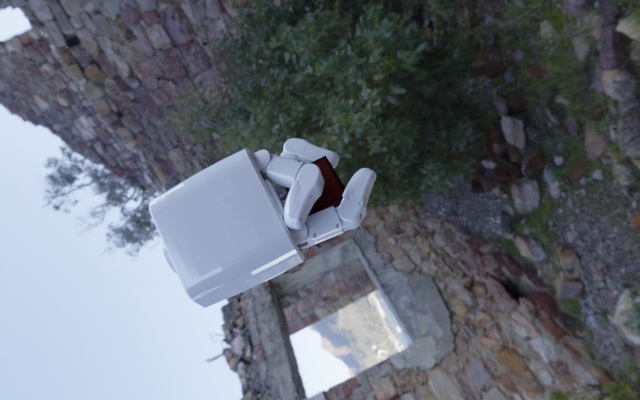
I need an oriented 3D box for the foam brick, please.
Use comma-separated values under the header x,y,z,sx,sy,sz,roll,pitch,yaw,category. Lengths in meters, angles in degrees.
x,y,z,sx,sy,sz,roll,pitch,yaw,category
0.000,0.002,0.495,0.051,0.053,0.078,-28,-28,-2,foam brick
